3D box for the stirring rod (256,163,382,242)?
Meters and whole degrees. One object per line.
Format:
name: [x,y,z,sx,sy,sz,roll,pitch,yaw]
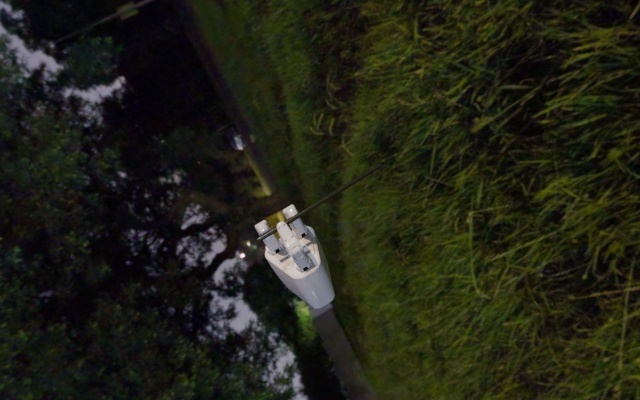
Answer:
stirring rod: [0.000,0.003,0.788,0.239,0.011,0.011,-31,5,-8]
